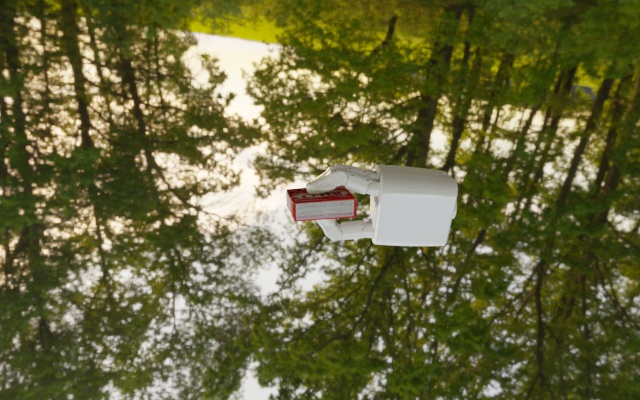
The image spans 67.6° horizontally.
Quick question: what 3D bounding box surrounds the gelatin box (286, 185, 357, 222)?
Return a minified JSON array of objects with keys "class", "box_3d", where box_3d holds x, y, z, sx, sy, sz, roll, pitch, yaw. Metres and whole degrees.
[{"class":"gelatin box","box_3d":[0.000,0.003,0.672,0.089,0.030,0.073,-5,17,-11]}]
